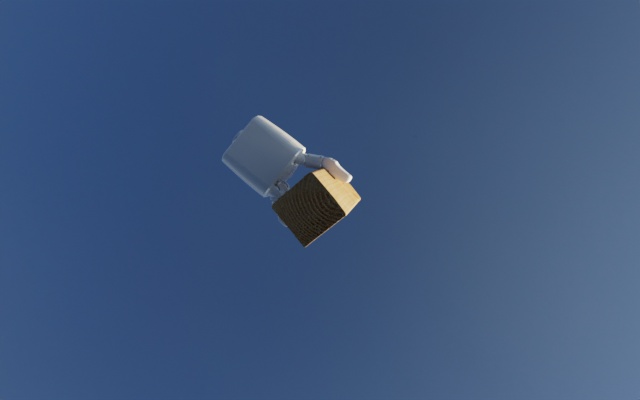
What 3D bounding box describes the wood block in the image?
[{"bbox_3d":[0.000,0.002,0.851,0.091,0.090,0.206,-40,-1,13],"label":"wood block"}]
